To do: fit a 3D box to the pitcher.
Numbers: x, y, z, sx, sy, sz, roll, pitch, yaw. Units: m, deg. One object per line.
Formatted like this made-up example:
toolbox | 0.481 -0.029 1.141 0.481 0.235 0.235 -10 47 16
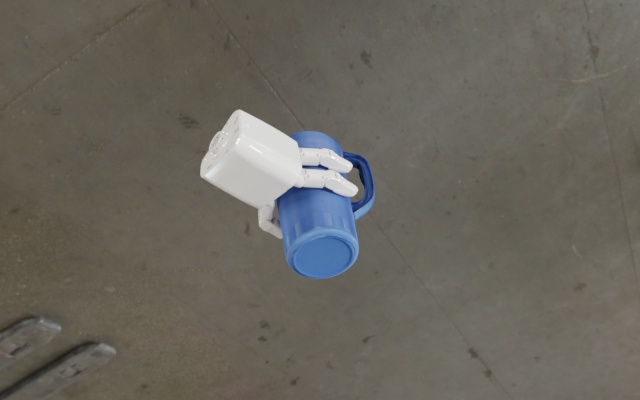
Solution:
pitcher | 0.000 0.003 0.779 0.145 0.242 0.149 31 -60 -31
